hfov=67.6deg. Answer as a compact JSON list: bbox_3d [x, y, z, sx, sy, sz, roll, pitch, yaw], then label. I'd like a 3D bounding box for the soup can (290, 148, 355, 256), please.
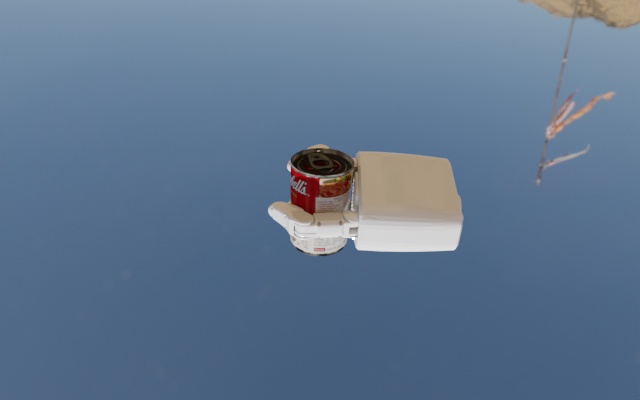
[{"bbox_3d":[0.000,0.002,0.529,0.068,0.102,0.068,2,31,-1],"label":"soup can"}]
